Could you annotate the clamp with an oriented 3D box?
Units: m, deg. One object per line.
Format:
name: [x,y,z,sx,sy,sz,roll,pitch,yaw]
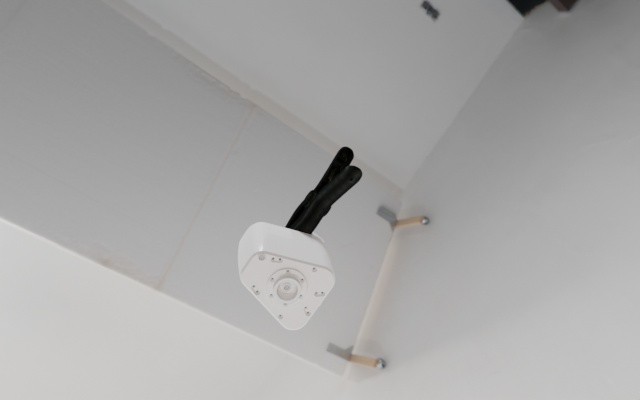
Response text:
clamp: [-0.001,0.002,0.666,0.039,0.171,0.120,33,6,-7]
